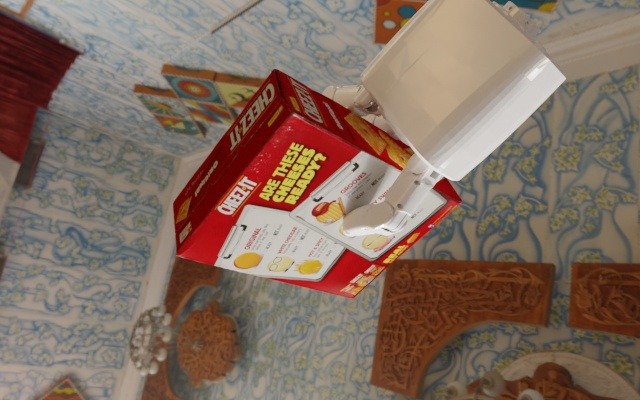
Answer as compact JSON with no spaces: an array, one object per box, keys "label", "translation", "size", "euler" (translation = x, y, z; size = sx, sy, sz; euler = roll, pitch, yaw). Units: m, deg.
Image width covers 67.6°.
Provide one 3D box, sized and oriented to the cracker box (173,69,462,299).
[{"label":"cracker box","translation":[0.000,0.002,0.441],"size":[0.214,0.072,0.164],"euler":[22,-57,-38]}]
